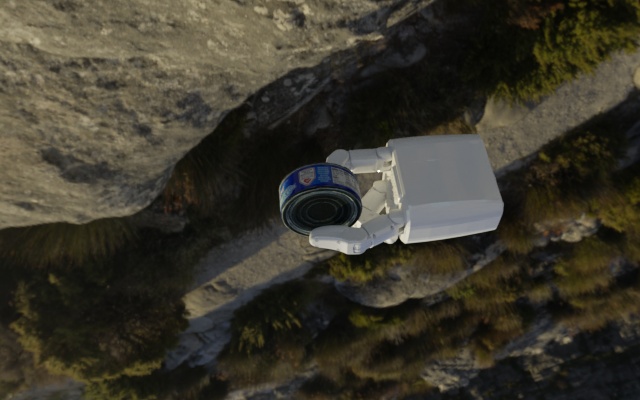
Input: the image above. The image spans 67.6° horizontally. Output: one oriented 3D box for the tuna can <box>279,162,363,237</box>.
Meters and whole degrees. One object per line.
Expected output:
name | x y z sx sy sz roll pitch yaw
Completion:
tuna can | 0.000 0.002 0.496 0.086 0.033 0.086 -4 -39 -3
